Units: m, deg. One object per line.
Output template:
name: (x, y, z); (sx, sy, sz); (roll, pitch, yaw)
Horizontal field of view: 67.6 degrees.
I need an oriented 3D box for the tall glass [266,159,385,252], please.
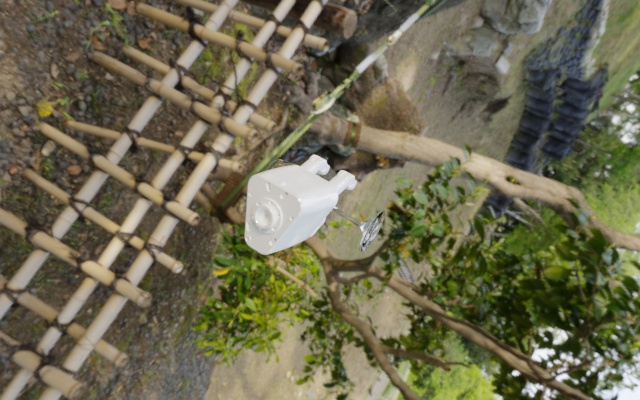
tall glass: (0.001, 0.003, 0.780); (0.201, 0.079, 0.079); (29, 11, 20)
